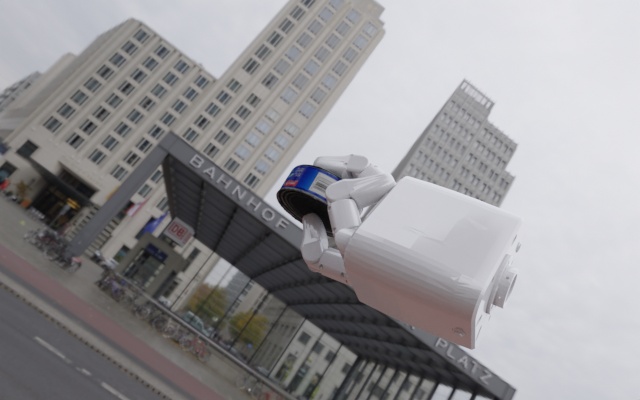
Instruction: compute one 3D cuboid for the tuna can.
[{"bbox_3d":[0.000,0.001,0.486,0.086,0.033,0.086,26,-22,11],"label":"tuna can"}]
